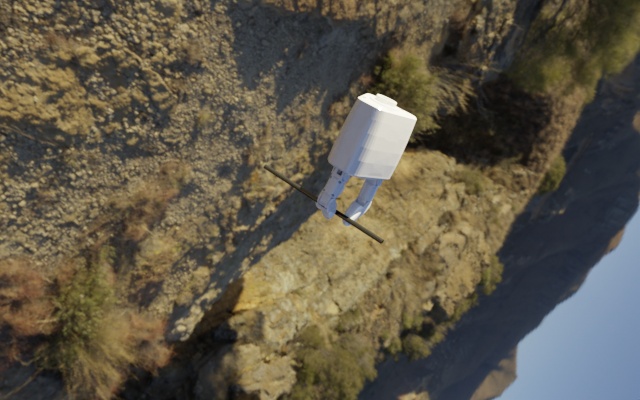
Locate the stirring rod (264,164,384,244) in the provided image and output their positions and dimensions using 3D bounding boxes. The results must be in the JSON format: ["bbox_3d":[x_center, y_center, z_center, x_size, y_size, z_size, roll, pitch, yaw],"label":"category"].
[{"bbox_3d":[0.000,0.002,0.769,0.239,0.011,0.011,33,13,21],"label":"stirring rod"}]
